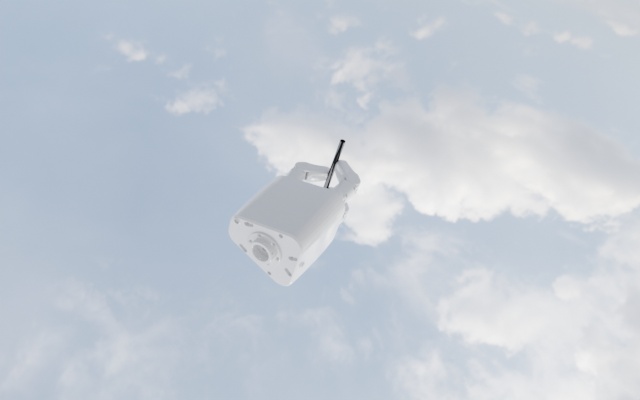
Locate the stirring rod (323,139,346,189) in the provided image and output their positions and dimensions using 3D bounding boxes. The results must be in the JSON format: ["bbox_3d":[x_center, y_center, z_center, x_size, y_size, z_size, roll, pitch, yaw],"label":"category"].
[{"bbox_3d":[0.000,0.002,0.746,0.011,0.240,0.011,11,42,-10],"label":"stirring rod"}]
